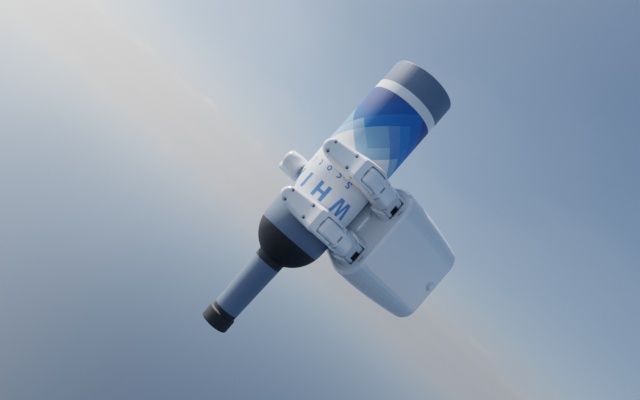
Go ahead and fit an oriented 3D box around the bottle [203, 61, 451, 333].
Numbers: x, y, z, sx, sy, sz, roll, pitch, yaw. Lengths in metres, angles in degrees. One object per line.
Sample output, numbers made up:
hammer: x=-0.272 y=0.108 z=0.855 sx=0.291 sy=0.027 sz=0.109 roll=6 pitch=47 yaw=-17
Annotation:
bottle: x=0.000 y=0.001 z=0.444 sx=0.069 sy=0.295 sz=0.069 roll=41 pitch=-4 yaw=3
